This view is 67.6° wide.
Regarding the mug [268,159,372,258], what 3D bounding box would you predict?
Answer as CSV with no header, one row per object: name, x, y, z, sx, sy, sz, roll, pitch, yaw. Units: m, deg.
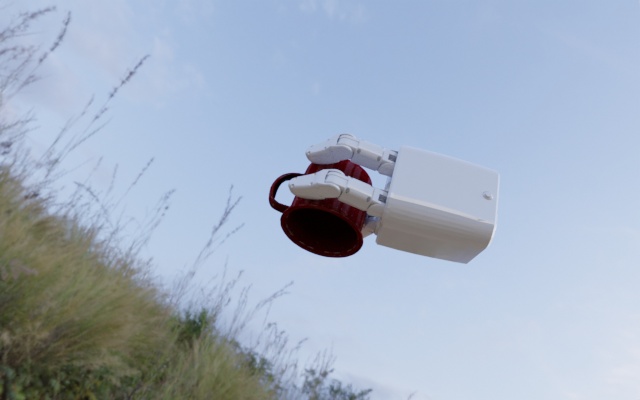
mug,-0.001,0.001,0.537,0.117,0.081,0.093,16,-37,6
